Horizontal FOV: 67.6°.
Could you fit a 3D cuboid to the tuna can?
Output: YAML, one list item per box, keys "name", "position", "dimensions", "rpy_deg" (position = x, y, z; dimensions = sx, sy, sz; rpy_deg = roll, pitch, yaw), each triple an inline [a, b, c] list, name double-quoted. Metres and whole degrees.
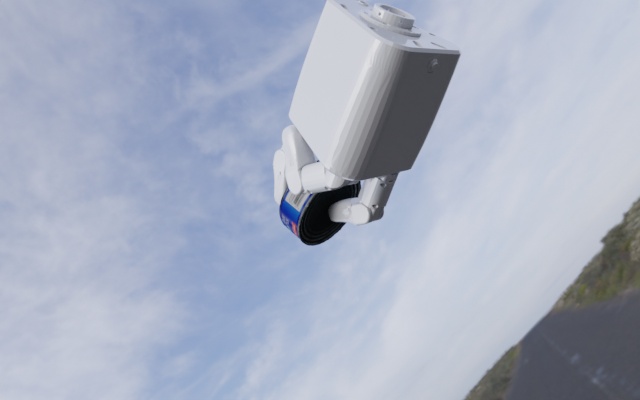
- name: "tuna can"
  position: [0.000, 0.001, 0.485]
  dimensions: [0.033, 0.086, 0.086]
  rpy_deg: [38, 22, 31]
